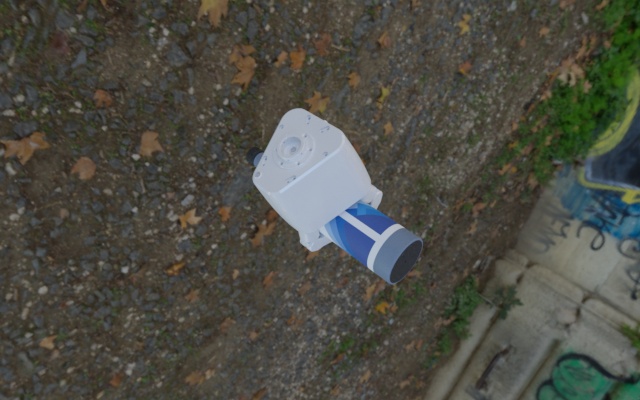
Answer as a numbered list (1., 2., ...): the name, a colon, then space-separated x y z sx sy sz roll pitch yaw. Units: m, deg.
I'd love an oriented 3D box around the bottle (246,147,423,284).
1. bottle: 0.000 0.002 0.652 0.295 0.069 0.069 35 20 31
